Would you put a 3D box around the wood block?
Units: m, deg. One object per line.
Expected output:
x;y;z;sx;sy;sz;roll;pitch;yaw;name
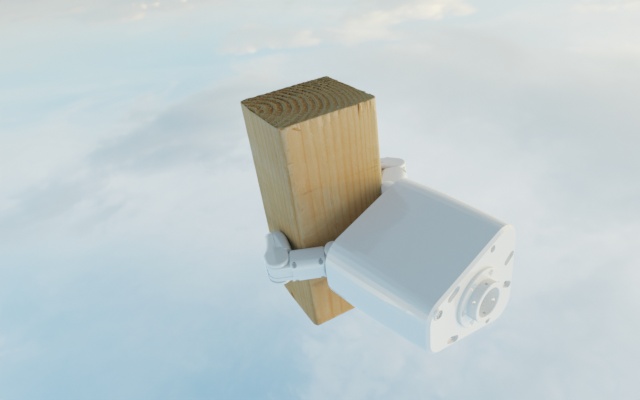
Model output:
0.000;0.002;0.453;0.091;0.206;0.090;-21;33;-20;wood block
